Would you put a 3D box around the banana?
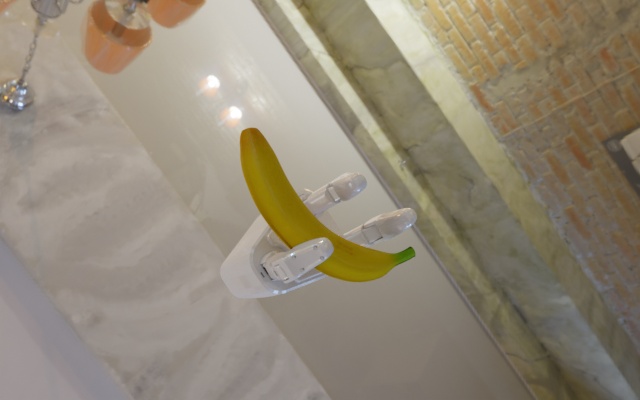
[{"bbox_3d":[-0.007,0.018,0.435,0.198,0.069,0.037,37,-17,-13],"label":"banana"}]
